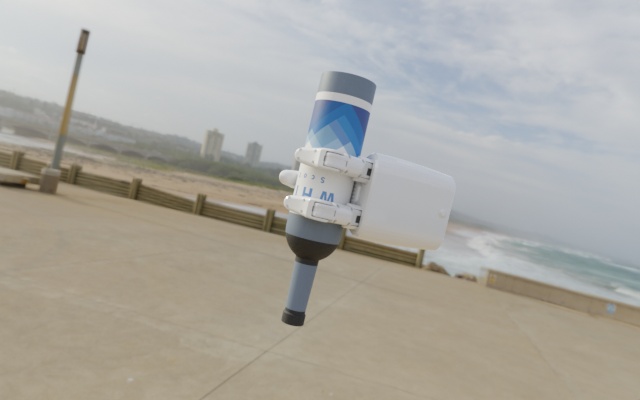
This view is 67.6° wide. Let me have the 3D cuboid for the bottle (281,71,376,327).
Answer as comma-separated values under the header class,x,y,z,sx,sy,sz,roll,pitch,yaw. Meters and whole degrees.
class,x,y,z,sx,sy,sz,roll,pitch,yaw
bottle,0.000,0.002,0.564,0.069,0.295,0.069,13,1,0
